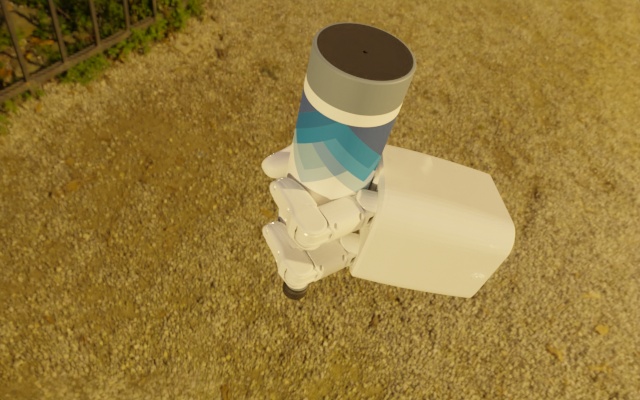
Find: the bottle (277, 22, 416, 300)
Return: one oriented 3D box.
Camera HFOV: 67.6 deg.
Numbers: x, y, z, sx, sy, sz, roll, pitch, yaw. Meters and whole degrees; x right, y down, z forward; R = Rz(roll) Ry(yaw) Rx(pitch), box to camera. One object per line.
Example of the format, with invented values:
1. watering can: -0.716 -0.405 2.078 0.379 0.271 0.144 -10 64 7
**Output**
1. bottle: 0.000 0.001 0.405 0.069 0.069 0.296 0 -40 -14
